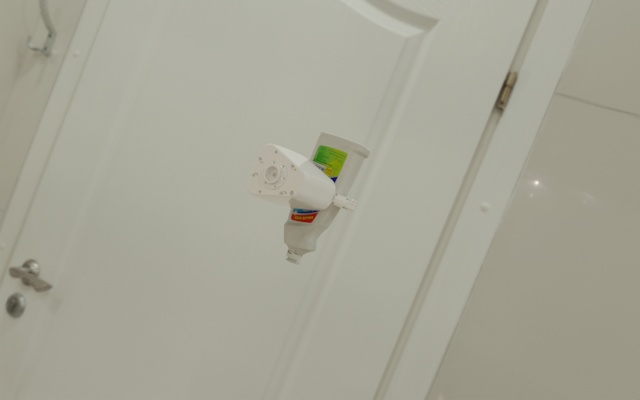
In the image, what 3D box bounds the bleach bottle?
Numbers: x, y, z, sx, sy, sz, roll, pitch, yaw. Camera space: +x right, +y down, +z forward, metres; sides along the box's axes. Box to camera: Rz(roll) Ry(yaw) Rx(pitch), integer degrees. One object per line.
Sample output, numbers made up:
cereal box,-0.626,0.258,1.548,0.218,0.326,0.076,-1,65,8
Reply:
bleach bottle,0.000,0.003,0.899,0.102,0.251,0.068,23,2,29
